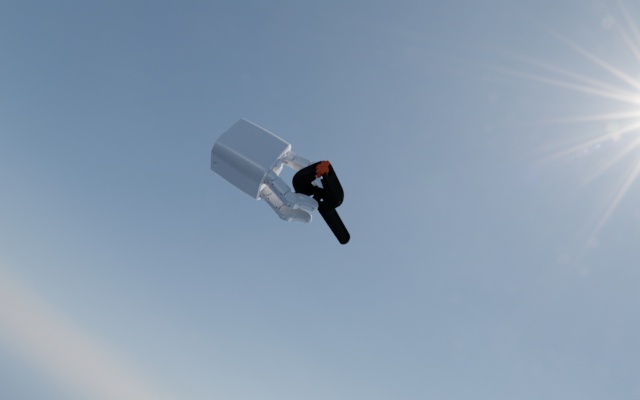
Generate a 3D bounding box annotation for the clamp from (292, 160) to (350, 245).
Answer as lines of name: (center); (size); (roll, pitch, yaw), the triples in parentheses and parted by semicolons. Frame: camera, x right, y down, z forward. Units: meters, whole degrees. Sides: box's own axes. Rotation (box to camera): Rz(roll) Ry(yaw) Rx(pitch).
clamp: (0.000, 0.002, 0.845); (0.164, 0.036, 0.210); (29, -30, 1)
